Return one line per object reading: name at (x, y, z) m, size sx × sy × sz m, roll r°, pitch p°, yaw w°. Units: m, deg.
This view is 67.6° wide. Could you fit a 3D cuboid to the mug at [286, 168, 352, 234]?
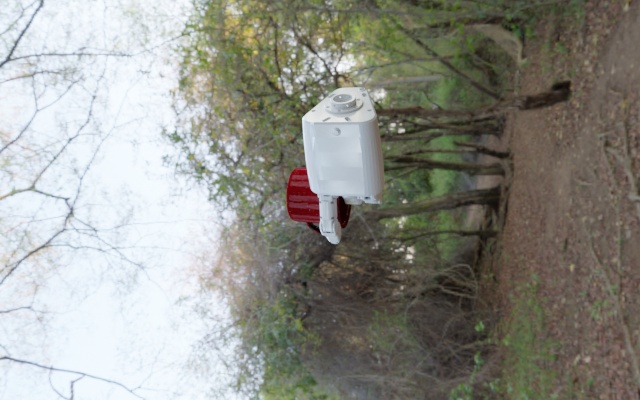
mug at (0.000, 0.003, 0.719) m, size 0.081 × 0.117 × 0.093 m, roll 3°, pitch 37°, yaw 15°
